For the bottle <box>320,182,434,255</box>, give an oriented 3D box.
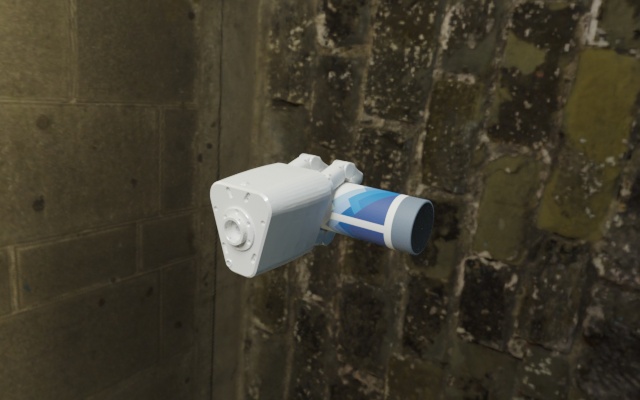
[{"bbox_3d":[0.000,0.002,0.638,0.295,0.069,0.069,14,8,33],"label":"bottle"}]
